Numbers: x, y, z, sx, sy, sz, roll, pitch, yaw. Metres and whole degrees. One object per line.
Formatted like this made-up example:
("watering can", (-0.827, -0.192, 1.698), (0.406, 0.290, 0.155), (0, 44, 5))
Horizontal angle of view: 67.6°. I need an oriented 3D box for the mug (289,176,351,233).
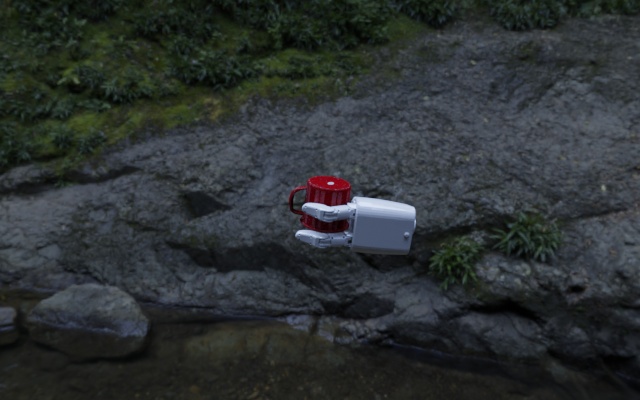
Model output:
("mug", (-0.001, 0.002, 0.879), (0.117, 0.081, 0.093), (6, 20, -2))
